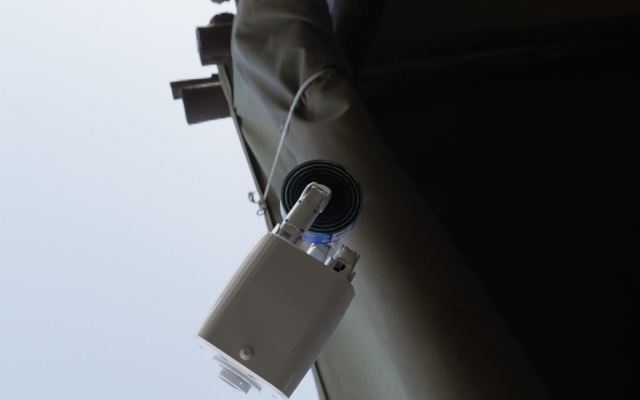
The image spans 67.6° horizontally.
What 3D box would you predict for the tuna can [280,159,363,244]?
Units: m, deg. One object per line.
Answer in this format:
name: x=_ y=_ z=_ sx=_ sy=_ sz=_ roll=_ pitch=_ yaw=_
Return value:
tuna can: x=0.000 y=0.002 z=0.505 sx=0.086 sy=0.086 sz=0.034 roll=0 pitch=-26 yaw=-7
